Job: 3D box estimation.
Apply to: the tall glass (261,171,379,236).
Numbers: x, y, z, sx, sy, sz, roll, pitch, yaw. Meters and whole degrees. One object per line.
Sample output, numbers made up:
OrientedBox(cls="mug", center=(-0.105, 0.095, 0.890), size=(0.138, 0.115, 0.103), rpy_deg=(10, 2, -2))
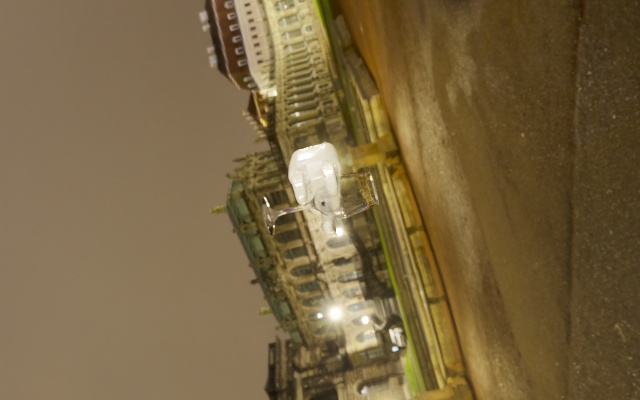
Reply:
OrientedBox(cls="tall glass", center=(-0.001, 0.003, 0.852), size=(0.201, 0.079, 0.079), rpy_deg=(-15, -1, 4))
